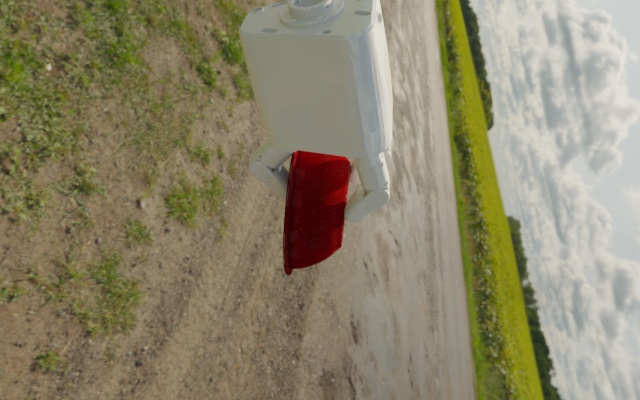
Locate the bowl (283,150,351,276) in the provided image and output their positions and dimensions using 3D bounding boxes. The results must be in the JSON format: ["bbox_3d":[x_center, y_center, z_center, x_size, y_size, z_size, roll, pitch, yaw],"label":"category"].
[{"bbox_3d":[0.001,0.002,0.508,0.055,0.162,0.162,6,0,3],"label":"bowl"}]
